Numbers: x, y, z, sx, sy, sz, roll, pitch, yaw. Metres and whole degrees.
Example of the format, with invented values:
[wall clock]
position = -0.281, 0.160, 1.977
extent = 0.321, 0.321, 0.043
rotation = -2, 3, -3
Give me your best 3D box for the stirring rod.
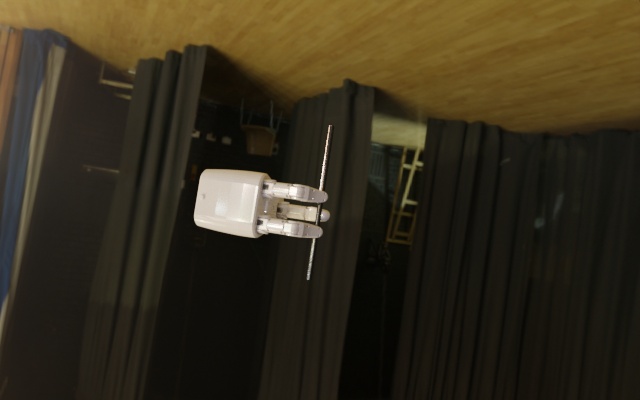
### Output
[stirring rod]
position = 0.000, 0.002, 0.740
extent = 0.011, 0.239, 0.011
rotation = 8, -3, 0
